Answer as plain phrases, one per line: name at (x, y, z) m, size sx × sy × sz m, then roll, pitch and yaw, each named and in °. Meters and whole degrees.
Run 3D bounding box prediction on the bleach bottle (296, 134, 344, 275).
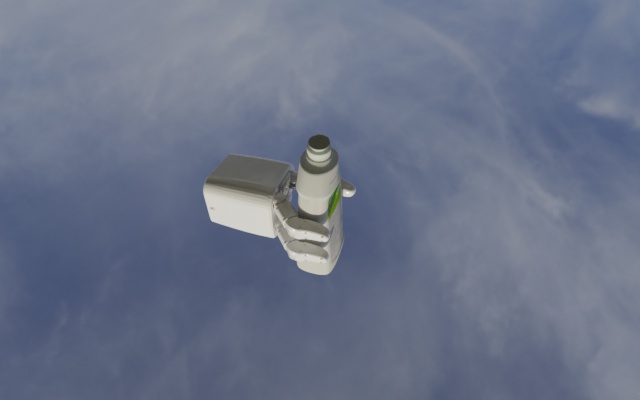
bleach bottle at (0.000, 0.002, 0.696) m, size 0.068 × 0.102 × 0.251 m, roll 12°, pitch -39°, yaw 10°
